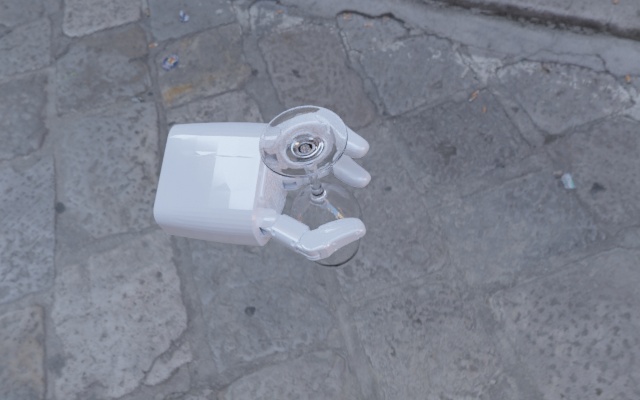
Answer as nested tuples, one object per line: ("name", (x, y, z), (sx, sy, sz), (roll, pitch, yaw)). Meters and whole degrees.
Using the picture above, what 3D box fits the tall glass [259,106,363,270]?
("tall glass", (0.000, 0.001, 0.473), (0.079, 0.079, 0.201), (0, -31, 10))
